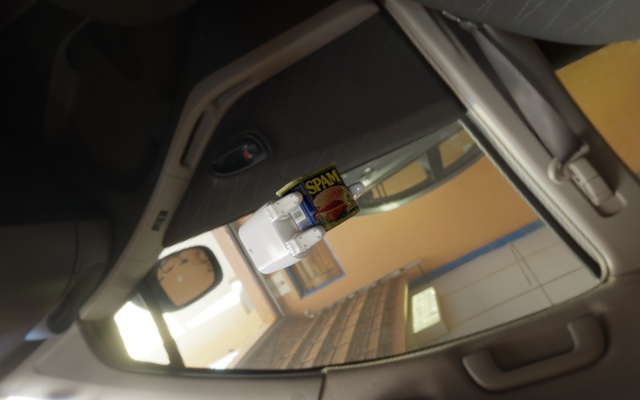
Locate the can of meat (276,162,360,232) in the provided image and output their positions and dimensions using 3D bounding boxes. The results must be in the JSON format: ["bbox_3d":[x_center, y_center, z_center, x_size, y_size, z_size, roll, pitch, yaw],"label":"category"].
[{"bbox_3d":[0.000,0.002,0.689,0.102,0.084,0.057,-27,-4,-45],"label":"can of meat"}]
